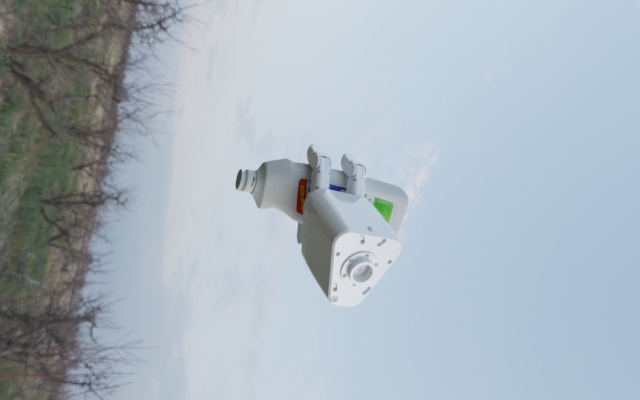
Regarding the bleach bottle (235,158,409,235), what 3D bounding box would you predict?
[{"bbox_3d":[0.000,0.002,0.688,0.251,0.102,0.068,11,20,-25],"label":"bleach bottle"}]
